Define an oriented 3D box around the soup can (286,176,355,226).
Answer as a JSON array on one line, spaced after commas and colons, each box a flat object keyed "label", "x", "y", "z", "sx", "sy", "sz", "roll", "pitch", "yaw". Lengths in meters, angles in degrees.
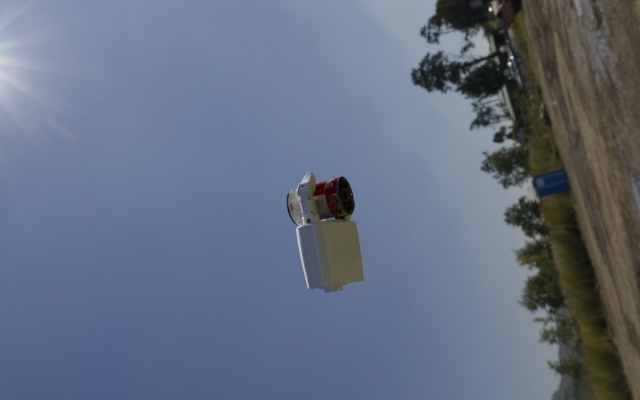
[{"label": "soup can", "x": 0.000, "y": 0.002, "z": 0.839, "sx": 0.102, "sy": 0.068, "sz": 0.068, "roll": -15, "pitch": -6, "yaw": 24}]
